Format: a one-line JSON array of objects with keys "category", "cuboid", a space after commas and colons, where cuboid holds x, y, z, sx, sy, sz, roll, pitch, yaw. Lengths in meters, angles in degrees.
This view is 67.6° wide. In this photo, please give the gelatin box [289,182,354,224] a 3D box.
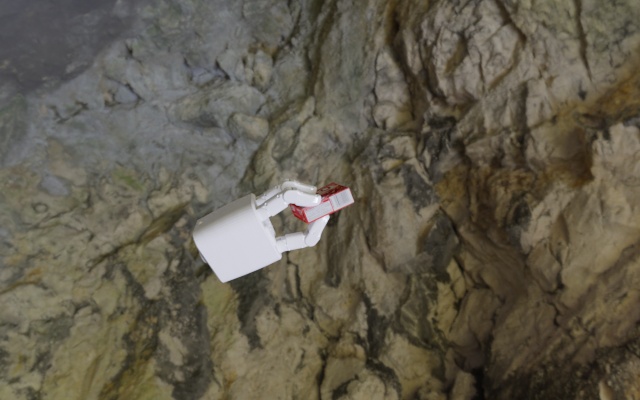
[{"category": "gelatin box", "cuboid": [0.001, 0.003, 0.789, 0.089, 0.030, 0.073, -25, 16, -14]}]
